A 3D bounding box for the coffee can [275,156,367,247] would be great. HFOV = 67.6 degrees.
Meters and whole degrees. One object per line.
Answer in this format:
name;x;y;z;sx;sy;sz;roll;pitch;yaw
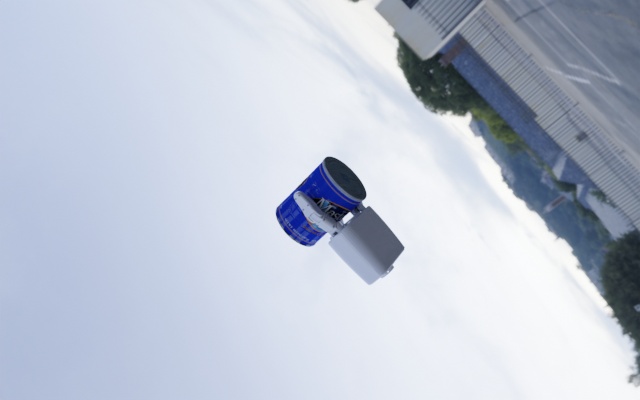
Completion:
coffee can;0.000;0.003;0.876;0.140;0.102;0.103;-44;-22;25
